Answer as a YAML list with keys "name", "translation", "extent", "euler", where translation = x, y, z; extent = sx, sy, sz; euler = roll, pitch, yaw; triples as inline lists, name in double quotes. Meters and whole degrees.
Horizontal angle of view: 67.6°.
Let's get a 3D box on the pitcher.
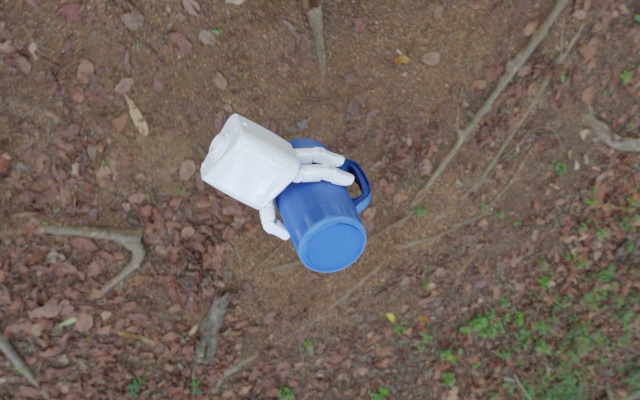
- name: "pitcher"
  translation: [0.000, 0.003, 0.803]
  extent: [0.145, 0.149, 0.242]
  euler: [31, 19, -32]
